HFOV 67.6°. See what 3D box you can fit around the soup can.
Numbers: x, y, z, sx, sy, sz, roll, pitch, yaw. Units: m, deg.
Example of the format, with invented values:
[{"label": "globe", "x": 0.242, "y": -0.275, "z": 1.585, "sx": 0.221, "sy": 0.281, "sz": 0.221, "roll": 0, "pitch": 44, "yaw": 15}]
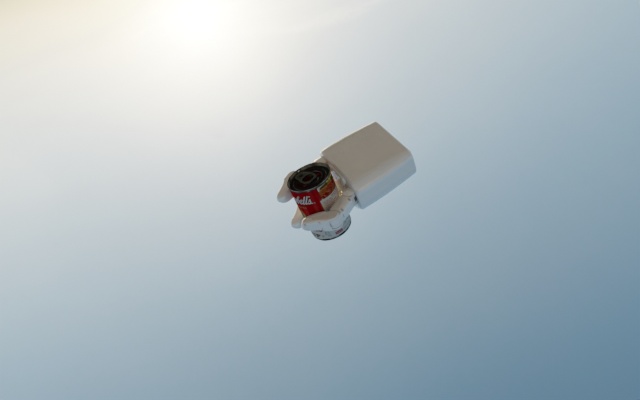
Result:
[{"label": "soup can", "x": 0.000, "y": 0.003, "z": 0.723, "sx": 0.068, "sy": 0.102, "sz": 0.068, "roll": -17, "pitch": 36, "yaw": 12}]
